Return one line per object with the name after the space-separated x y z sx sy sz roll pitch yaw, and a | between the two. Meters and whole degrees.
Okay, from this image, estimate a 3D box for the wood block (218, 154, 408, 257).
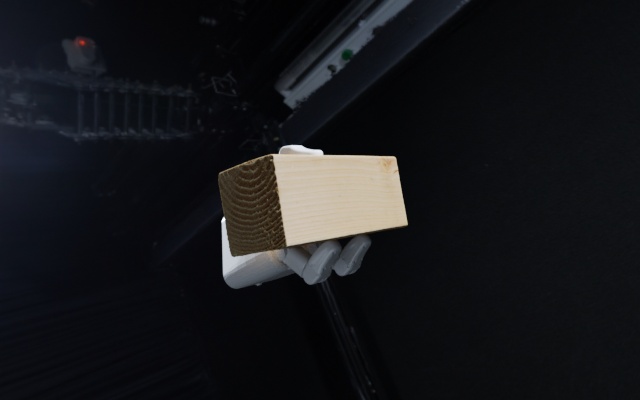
0.000 0.002 0.542 0.090 0.091 0.206 -14 -6 42 | wood block
